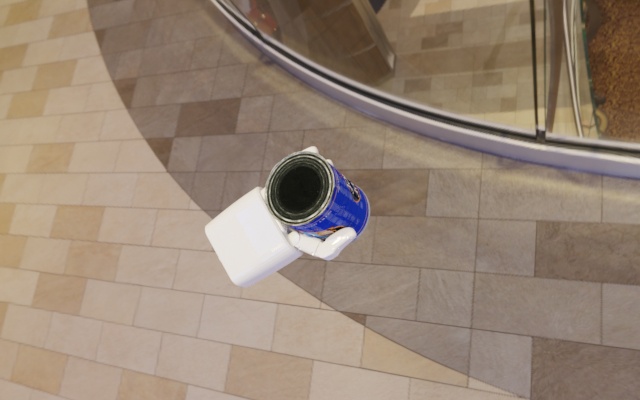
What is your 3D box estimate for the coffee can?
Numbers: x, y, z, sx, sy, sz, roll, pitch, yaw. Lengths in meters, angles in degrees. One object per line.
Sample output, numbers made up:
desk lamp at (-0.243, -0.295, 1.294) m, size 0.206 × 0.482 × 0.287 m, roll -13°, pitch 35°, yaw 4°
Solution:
coffee can at (0.000, 0.002, 0.679) m, size 0.103 × 0.102 × 0.140 m, roll 0°, pitch -16°, yaw 26°
